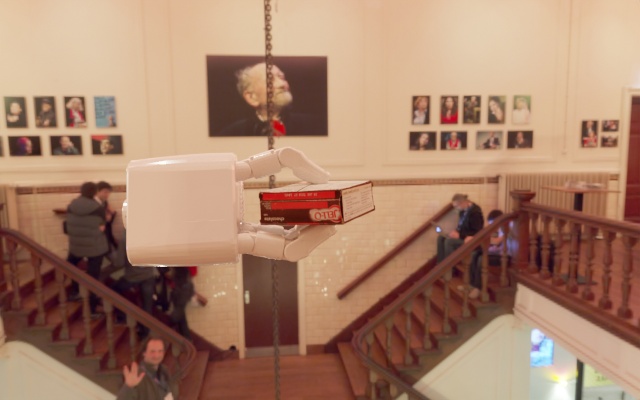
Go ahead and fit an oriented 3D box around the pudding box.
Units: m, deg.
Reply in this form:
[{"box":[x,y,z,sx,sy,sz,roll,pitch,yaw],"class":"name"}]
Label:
[{"box":[0.000,0.001,0.506,0.090,0.039,0.113,0,8,22],"class":"pudding box"}]
